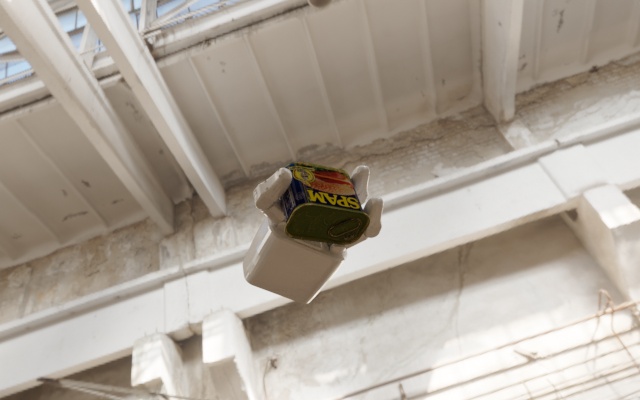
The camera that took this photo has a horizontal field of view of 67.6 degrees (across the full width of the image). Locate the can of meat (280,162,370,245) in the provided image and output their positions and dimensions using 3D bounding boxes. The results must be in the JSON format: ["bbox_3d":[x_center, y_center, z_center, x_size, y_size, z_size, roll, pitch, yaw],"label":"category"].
[{"bbox_3d":[0.000,0.002,0.590,0.102,0.057,0.084,10,40,-26],"label":"can of meat"}]
